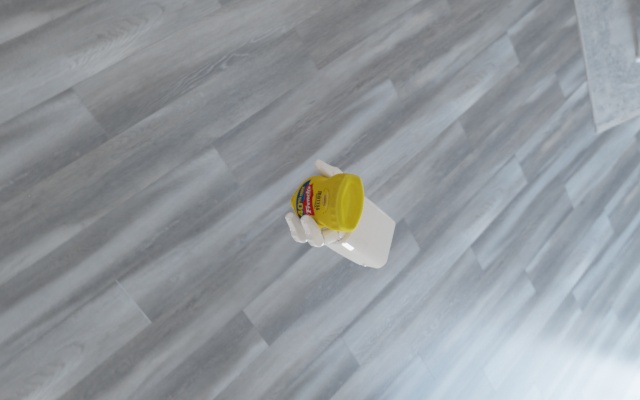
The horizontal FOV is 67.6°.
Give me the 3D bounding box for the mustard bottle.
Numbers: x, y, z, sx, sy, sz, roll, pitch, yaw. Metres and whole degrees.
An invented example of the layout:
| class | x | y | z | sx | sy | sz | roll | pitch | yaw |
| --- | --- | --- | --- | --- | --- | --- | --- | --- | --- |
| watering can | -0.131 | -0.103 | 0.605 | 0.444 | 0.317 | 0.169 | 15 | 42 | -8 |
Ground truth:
| class | x | y | z | sx | sy | sz | roll | pitch | yaw |
| --- | --- | --- | --- | --- | --- | --- | --- | --- | --- |
| mustard bottle | 0.000 | 0.003 | 0.855 | 0.058 | 0.096 | 0.191 | 7 | -3 | -31 |
